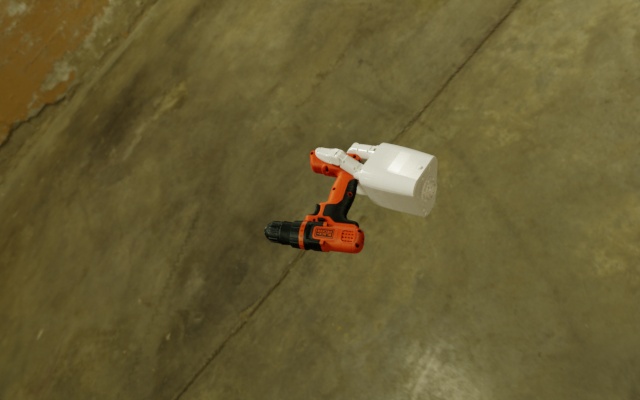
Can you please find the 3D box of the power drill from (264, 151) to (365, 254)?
[{"bbox_3d":[0.000,0.002,0.877,0.184,0.187,0.057,6,-21,15],"label":"power drill"}]
